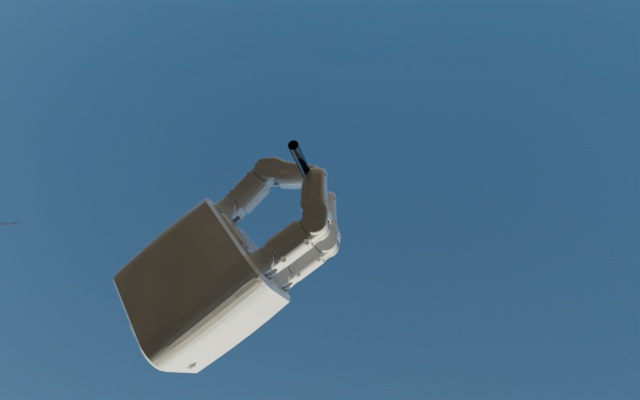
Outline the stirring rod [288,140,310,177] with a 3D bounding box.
[{"bbox_3d":[0.000,0.001,0.462,0.011,0.011,0.240,0,-21,10],"label":"stirring rod"}]
